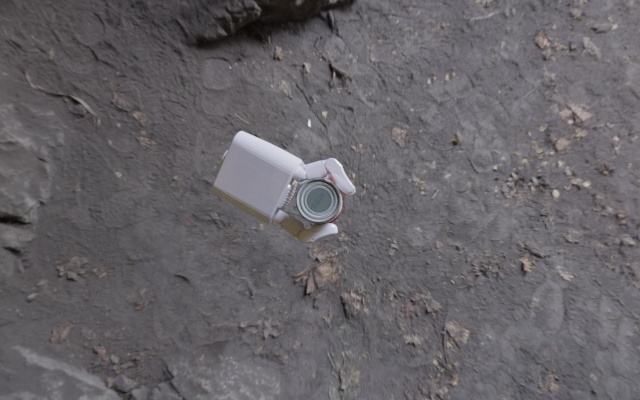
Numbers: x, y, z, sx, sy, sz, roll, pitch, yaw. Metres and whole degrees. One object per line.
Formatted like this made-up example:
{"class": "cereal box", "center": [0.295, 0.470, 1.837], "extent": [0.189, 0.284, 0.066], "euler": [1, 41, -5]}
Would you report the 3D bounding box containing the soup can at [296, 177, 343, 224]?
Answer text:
{"class": "soup can", "center": [0.000, 0.003, 0.732], "extent": [0.068, 0.068, 0.102], "euler": [0, -4, 4]}
